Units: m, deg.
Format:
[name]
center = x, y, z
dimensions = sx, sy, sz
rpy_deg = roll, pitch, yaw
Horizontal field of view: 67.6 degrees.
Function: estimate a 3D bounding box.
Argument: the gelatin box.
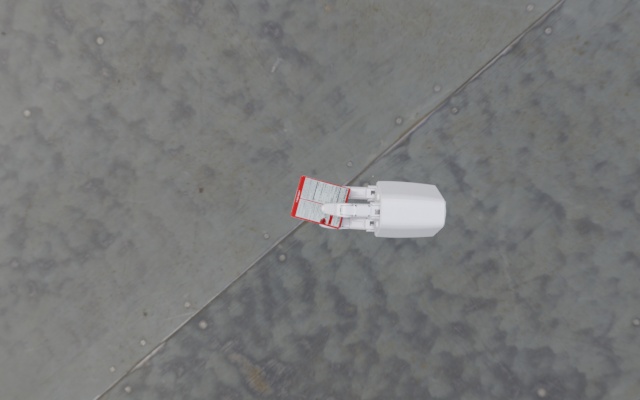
[gelatin box]
center = 0.000, 0.003, 0.822
dimensions = 0.089, 0.073, 0.030
rpy_deg = 15, 3, -3
